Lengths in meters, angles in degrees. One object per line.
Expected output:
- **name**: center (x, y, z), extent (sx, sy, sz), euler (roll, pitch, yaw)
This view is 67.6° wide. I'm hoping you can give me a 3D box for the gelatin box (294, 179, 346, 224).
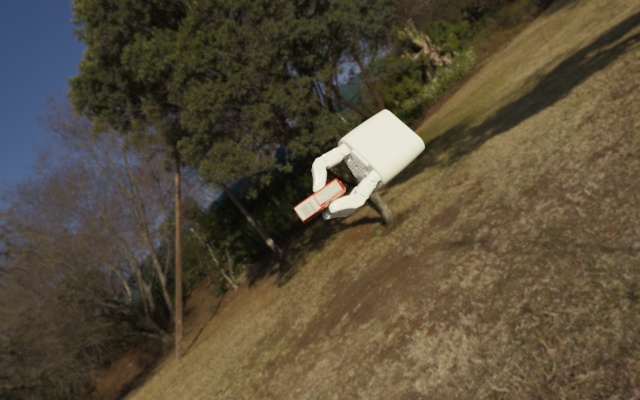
- **gelatin box**: center (0.000, 0.002, 0.813), extent (0.089, 0.030, 0.073), euler (-35, -5, -4)
